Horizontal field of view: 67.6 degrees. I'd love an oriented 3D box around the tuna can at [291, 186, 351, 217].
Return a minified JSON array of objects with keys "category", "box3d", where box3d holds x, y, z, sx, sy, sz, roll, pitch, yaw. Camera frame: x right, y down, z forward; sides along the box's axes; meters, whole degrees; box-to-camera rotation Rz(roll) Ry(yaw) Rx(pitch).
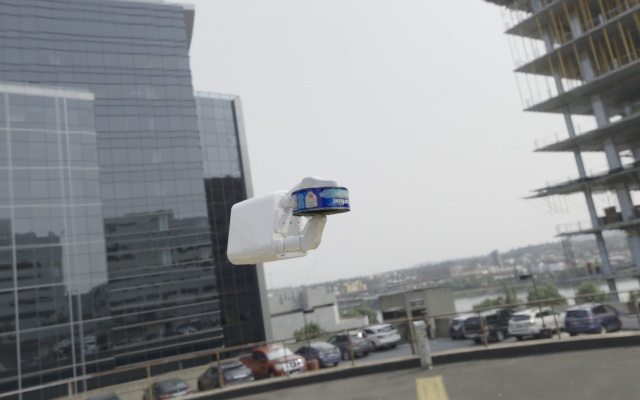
[{"category":"tuna can","box3d":[0.000,0.002,0.695,0.086,0.033,0.086,-4,-7,-1]}]
